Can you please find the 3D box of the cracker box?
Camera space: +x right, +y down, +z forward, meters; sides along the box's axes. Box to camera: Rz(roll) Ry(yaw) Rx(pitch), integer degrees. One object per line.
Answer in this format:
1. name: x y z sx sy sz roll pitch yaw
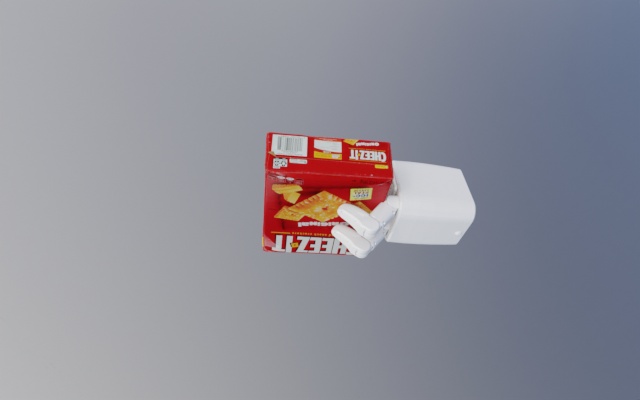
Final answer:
1. cracker box: 0.000 0.002 0.686 0.164 0.072 0.214 4 -35 -5
